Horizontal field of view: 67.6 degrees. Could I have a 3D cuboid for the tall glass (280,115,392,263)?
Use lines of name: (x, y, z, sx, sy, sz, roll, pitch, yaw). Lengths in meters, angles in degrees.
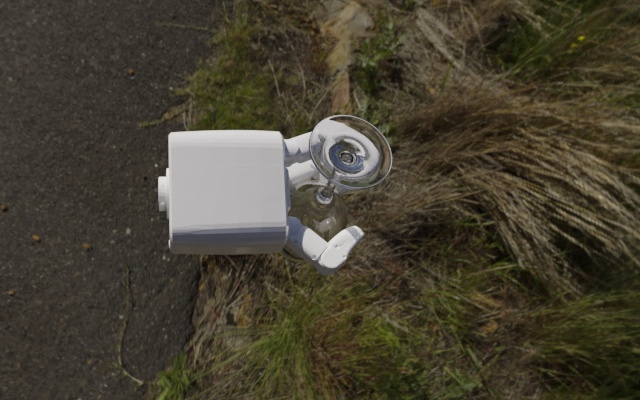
tall glass: (0.000, 0.001, 0.488, 0.079, 0.079, 0.201, 0, -26, -16)
